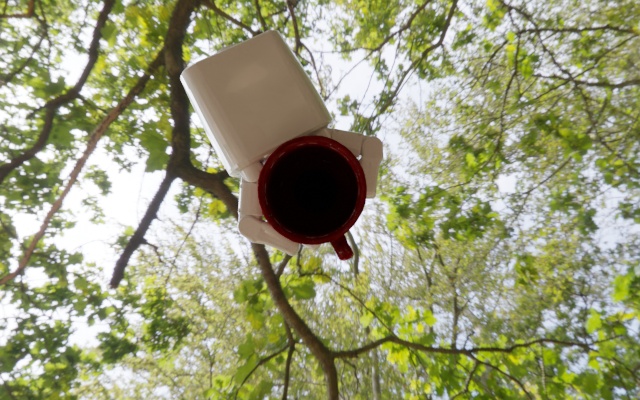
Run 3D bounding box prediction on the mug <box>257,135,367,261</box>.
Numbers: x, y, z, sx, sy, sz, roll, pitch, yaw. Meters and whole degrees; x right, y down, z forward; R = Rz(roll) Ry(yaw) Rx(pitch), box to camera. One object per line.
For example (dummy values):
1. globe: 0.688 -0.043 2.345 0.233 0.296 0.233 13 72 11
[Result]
1. mug: 0.001 0.003 0.443 0.093 0.117 0.081 -30 -1 2
